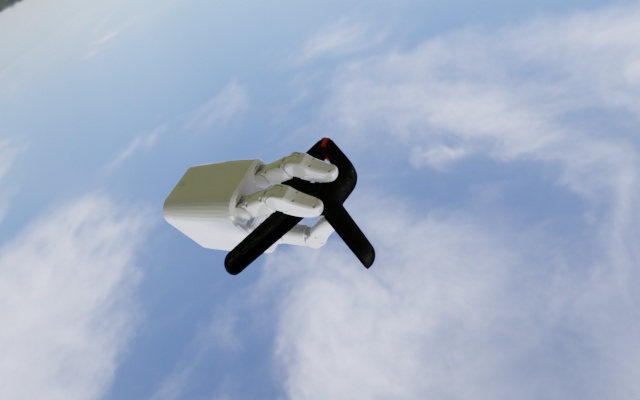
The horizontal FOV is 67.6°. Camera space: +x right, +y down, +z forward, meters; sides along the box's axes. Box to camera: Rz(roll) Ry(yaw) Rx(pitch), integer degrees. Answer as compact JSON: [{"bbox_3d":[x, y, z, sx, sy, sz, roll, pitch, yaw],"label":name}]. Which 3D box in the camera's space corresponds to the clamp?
[{"bbox_3d":[0.000,0.002,0.543,0.164,0.036,0.209,0,45,25],"label":"clamp"}]
